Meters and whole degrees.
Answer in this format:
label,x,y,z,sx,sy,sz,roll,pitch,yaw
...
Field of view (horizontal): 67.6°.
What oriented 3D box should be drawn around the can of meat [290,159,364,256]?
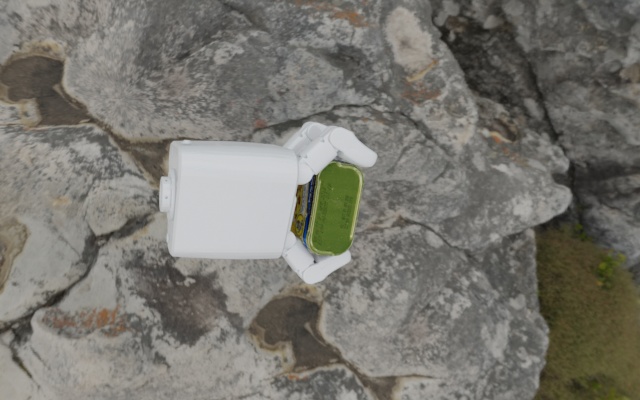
label,x,y,z,sx,sy,sz,roll,pitch,yaw
can of meat,0.000,0.002,0.511,0.057,0.102,0.084,5,9,-23
